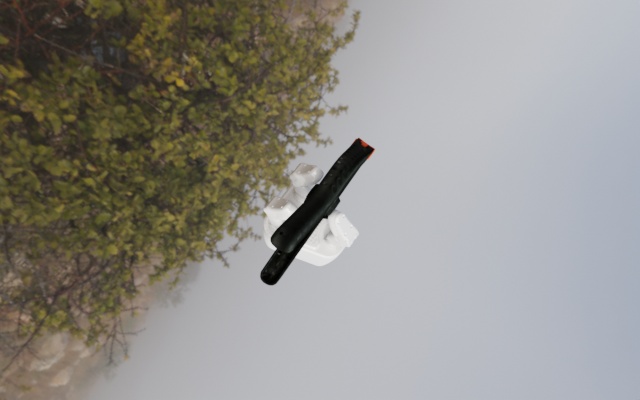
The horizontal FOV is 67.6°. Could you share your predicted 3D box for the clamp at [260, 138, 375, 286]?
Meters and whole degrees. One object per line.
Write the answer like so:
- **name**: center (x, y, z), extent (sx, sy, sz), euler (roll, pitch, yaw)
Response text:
- **clamp**: center (0.001, 0.002, 0.553), extent (0.036, 0.210, 0.164), euler (36, -17, 4)
